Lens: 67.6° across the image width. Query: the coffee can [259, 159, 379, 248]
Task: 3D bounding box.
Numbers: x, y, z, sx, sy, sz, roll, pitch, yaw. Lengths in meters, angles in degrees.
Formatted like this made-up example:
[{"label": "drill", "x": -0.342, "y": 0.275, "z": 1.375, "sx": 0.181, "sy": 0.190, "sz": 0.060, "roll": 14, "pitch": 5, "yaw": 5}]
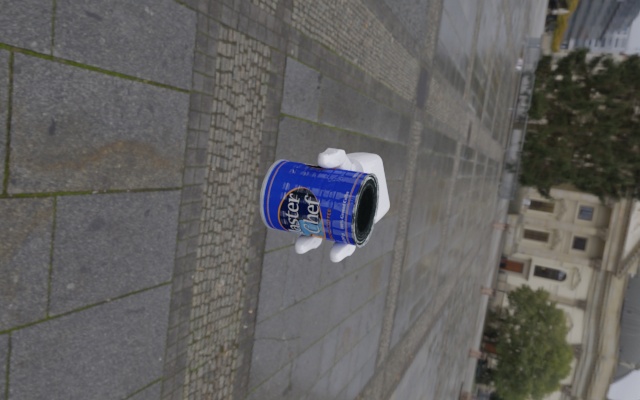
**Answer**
[{"label": "coffee can", "x": 0.000, "y": 0.002, "z": 0.670, "sx": 0.140, "sy": 0.103, "sz": 0.103, "roll": 10, "pitch": 4, "yaw": 22}]
